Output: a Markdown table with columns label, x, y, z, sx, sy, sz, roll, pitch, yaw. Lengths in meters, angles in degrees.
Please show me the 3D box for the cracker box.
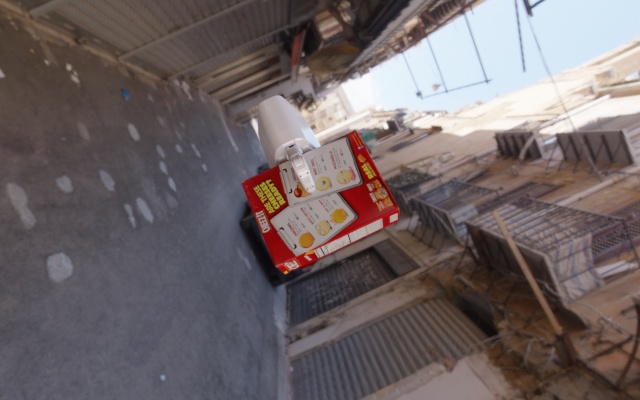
| label | x | y | z | sx | sy | sz | roll | pitch | yaw |
| --- | --- | --- | --- | --- | --- | --- | --- | --- | --- |
| cracker box | 0.000 | 0.002 | 0.793 | 0.213 | 0.164 | 0.072 | -25 | -24 | -1 |
